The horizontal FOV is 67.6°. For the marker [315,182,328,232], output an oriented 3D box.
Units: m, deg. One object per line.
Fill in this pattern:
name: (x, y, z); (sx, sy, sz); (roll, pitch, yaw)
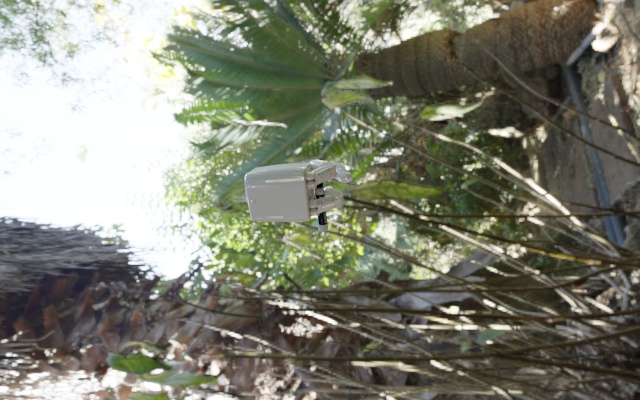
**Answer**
marker: (0.000, 0.003, 0.893); (0.020, 0.121, 0.020); (-5, 27, 2)
